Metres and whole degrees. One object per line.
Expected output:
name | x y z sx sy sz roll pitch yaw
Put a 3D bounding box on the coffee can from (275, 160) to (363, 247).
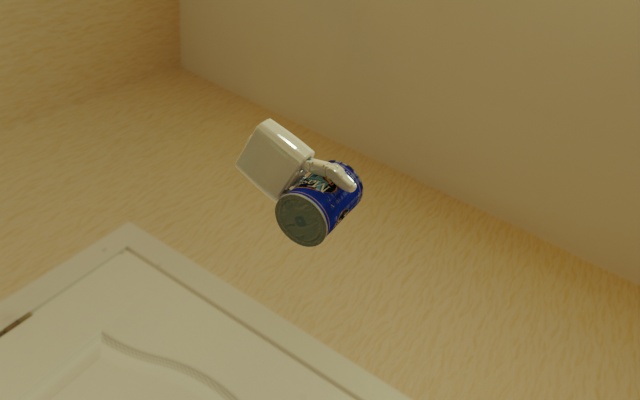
coffee can | 0.000 0.003 0.855 0.103 0.103 0.140 0 28 35
